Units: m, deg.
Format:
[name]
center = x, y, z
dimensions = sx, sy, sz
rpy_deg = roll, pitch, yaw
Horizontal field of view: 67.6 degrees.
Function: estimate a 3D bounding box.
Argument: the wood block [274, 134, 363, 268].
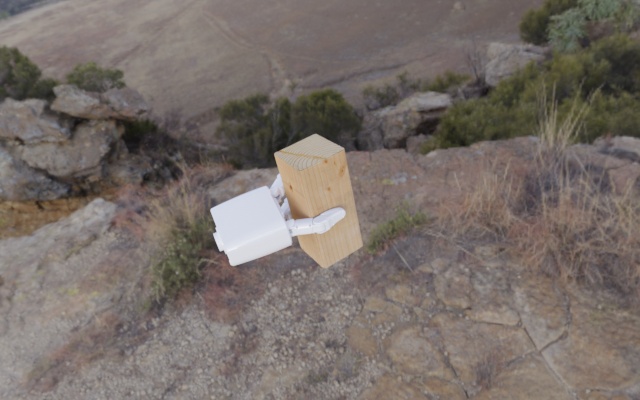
[wood block]
center = 0.000, 0.003, 0.840
dimensions = 0.090, 0.206, 0.090
rpy_deg = -28, 36, -21
